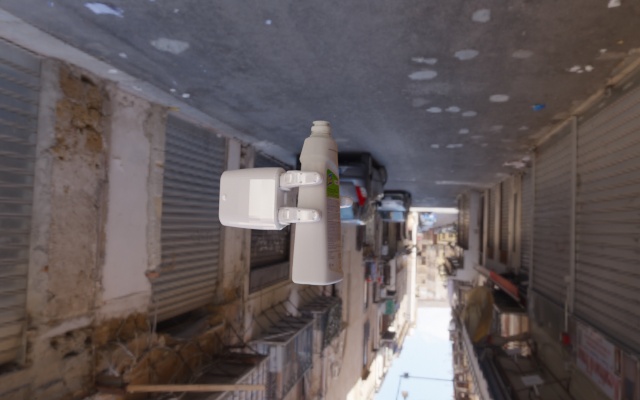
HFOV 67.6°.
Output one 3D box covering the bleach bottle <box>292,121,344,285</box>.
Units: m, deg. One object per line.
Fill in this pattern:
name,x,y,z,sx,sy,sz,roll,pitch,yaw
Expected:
bleach bottle,0.000,0.003,0.757,0.068,0.251,0.102,1,-3,19
